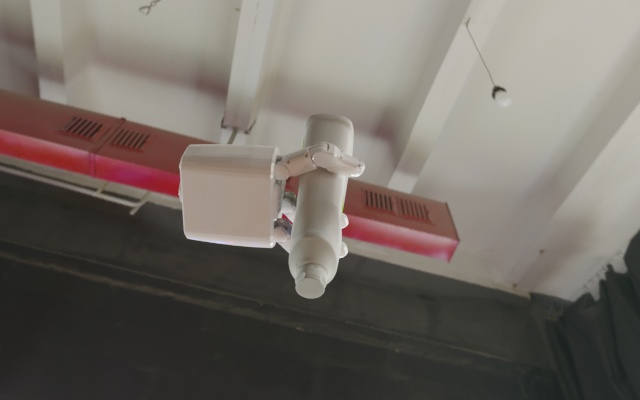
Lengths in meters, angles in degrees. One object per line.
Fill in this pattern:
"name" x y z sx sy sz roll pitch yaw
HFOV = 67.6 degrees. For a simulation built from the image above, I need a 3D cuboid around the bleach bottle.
"bleach bottle" 0.000 0.002 0.551 0.068 0.103 0.250 4 38 3
